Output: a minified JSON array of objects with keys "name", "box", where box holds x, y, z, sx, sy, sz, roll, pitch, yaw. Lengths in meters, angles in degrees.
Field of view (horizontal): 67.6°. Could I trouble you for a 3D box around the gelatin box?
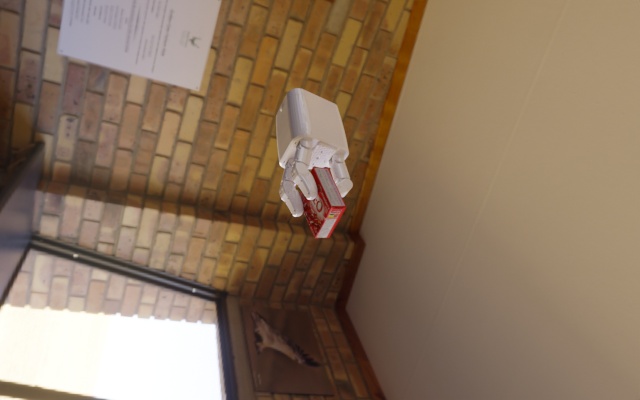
[{"name":"gelatin box","box":[0.001,0.003,0.743,0.030,0.089,0.073,0,-42,-29]}]
